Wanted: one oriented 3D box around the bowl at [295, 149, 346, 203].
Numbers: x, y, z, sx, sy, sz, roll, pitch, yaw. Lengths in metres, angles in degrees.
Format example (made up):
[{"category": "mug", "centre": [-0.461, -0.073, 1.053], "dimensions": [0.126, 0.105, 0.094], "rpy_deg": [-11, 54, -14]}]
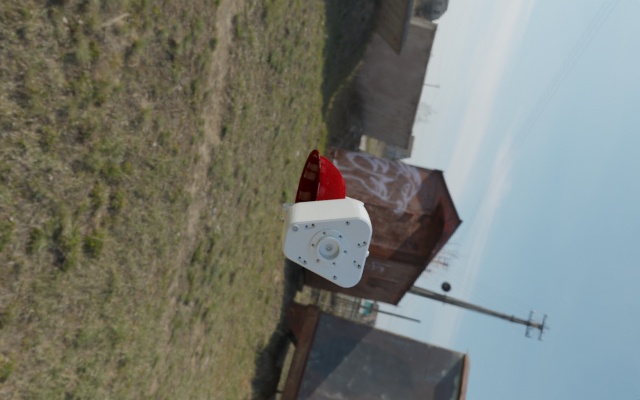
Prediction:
[{"category": "bowl", "centre": [0.000, 0.002, 0.764], "dimensions": [0.055, 0.162, 0.162], "rpy_deg": [10, -3, -14]}]
